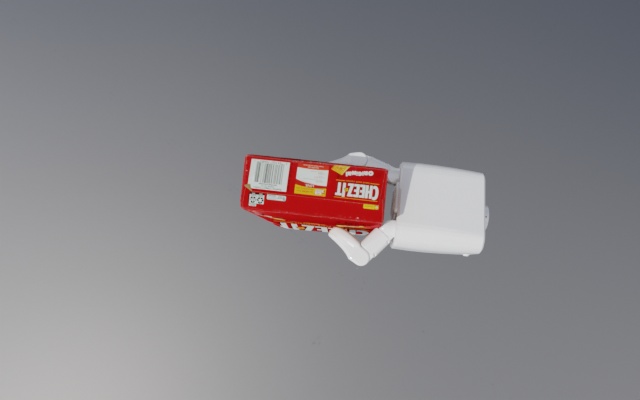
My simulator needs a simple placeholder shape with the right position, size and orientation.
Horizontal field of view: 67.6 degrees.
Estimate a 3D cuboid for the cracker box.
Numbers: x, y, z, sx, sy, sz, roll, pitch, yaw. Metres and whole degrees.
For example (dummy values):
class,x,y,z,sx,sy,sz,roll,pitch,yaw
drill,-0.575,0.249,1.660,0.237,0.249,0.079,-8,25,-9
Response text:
class,x,y,z,sx,sy,sz,roll,pitch,yaw
cracker box,0.000,0.002,0.630,0.164,0.072,0.214,6,-8,5
